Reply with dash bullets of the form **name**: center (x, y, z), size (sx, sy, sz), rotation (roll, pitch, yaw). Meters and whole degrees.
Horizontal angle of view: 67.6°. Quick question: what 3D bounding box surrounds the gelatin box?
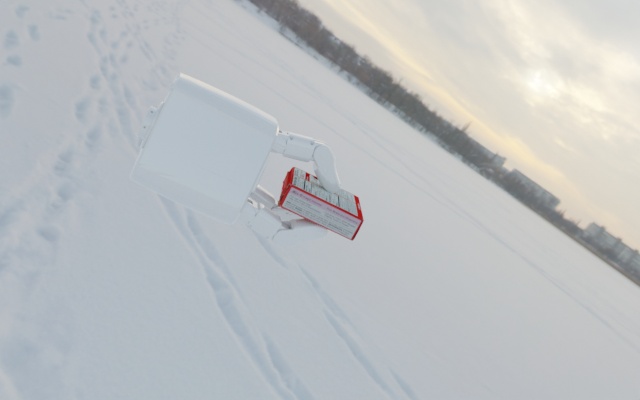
- **gelatin box**: center (0.001, 0.001, 0.520), size (0.089, 0.030, 0.073), rotation (25, 17, -8)
